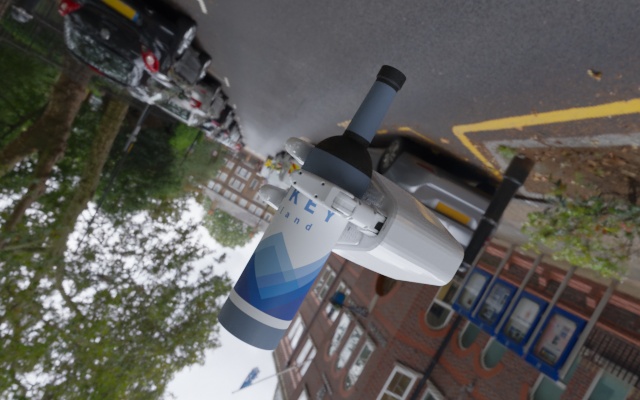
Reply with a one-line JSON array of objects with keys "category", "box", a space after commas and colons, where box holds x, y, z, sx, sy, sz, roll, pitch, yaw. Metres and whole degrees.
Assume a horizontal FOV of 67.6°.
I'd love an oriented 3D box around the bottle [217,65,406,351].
[{"category": "bottle", "box": [0.000, 0.002, 0.471, 0.069, 0.295, 0.069, 30, 0, 0]}]
